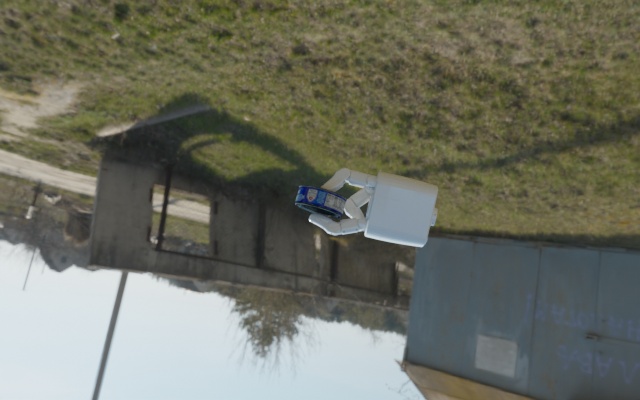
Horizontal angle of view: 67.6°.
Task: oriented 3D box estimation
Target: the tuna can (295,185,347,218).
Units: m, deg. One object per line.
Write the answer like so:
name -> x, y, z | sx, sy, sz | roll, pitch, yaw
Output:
tuna can -> 0.000, 0.003, 0.823 | 0.086, 0.033, 0.086 | 16, -9, 3
